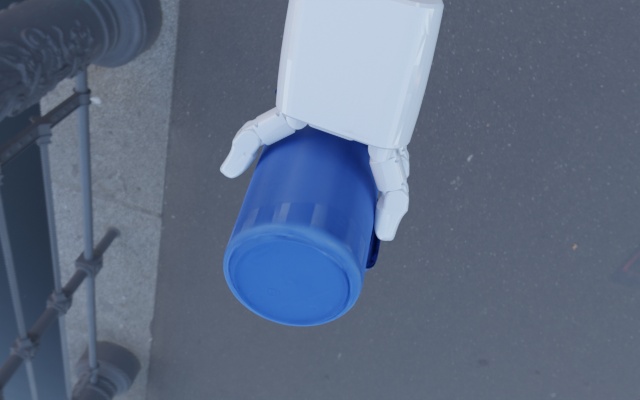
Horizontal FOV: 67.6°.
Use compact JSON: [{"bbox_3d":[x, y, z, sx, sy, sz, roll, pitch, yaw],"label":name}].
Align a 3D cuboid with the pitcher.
[{"bbox_3d":[0.000,0.001,0.456,0.149,0.145,0.242,14,36,0],"label":"pitcher"}]
